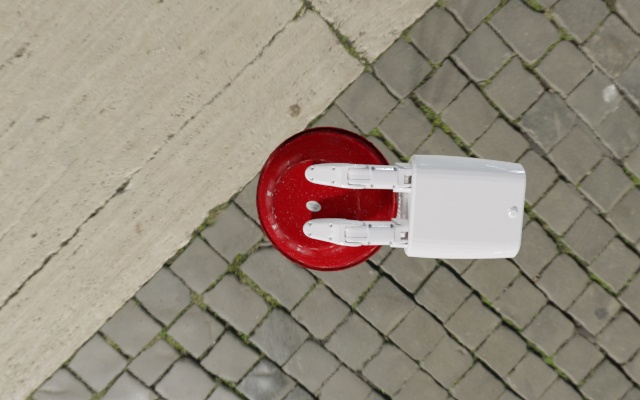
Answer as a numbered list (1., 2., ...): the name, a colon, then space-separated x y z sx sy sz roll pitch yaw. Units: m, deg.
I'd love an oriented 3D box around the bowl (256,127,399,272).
1. bowl: -0.001 0.002 0.505 0.162 0.162 0.055 0 5 12
